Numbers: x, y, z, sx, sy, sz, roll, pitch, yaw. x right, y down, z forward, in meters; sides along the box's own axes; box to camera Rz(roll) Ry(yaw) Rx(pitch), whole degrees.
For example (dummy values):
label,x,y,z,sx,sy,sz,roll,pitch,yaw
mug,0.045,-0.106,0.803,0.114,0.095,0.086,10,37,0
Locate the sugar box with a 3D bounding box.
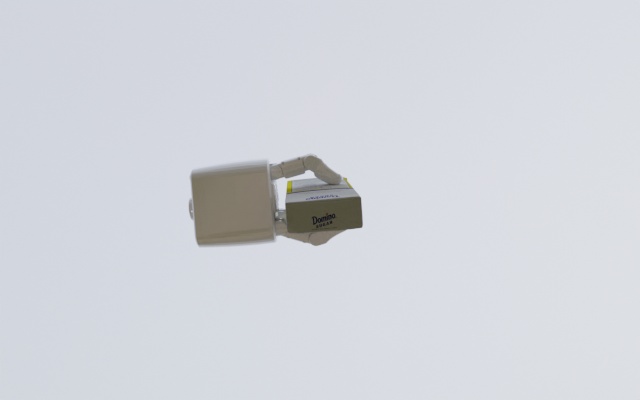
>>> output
label,x,y,z,sx,sy,sz,roll,pitch,yaw
sugar box,0.000,0.003,0.647,0.093,0.048,0.176,-5,13,-1
